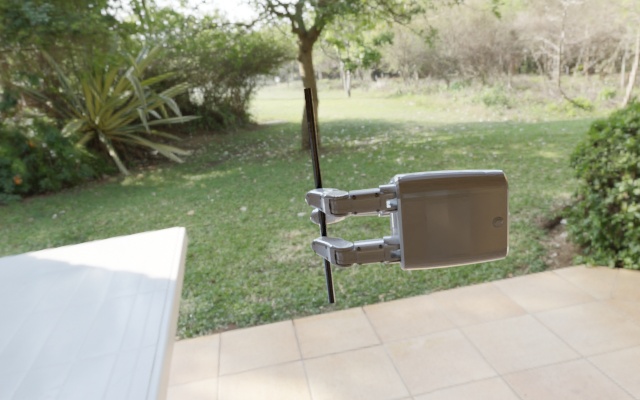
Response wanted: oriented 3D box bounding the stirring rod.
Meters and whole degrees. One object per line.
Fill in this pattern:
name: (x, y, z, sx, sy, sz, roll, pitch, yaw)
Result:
stirring rod: (0.000, 0.002, 0.516, 0.011, 0.239, 0.011, -6, 16, 2)
